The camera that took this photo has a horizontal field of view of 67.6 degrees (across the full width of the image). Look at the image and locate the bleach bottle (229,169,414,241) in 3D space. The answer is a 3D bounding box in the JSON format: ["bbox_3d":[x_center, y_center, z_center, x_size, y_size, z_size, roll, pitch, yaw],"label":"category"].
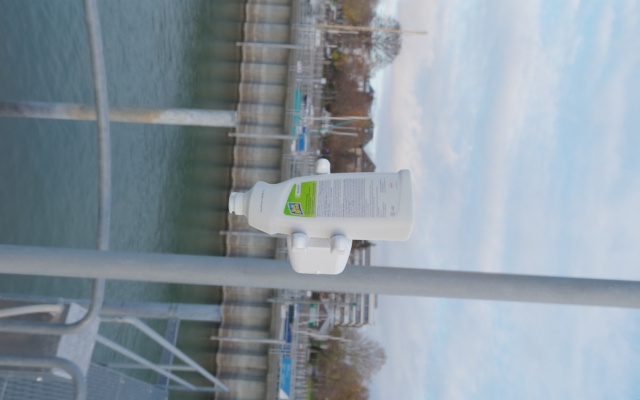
[{"bbox_3d":[0.000,0.002,0.672,0.251,0.102,0.068,3,-31,0],"label":"bleach bottle"}]
